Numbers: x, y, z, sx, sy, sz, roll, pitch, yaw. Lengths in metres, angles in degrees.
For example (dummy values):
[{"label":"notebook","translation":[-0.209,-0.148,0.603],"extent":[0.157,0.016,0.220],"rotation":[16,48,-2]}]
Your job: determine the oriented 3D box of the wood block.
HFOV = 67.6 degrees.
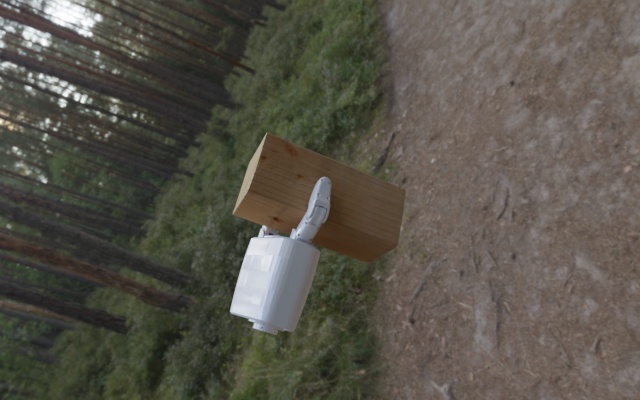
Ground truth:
[{"label":"wood block","translation":[0.000,0.002,0.648],"extent":[0.206,0.090,0.091],"rotation":[21,-29,-15]}]
